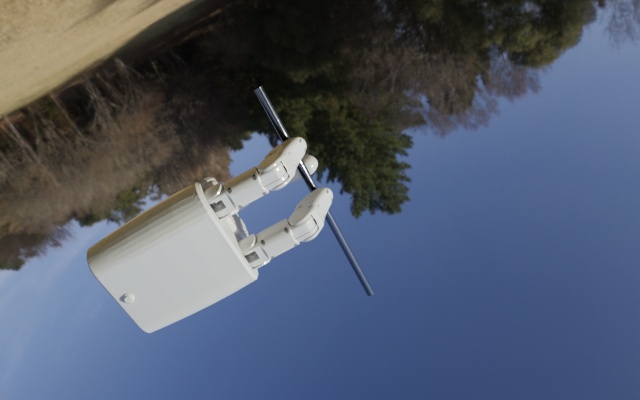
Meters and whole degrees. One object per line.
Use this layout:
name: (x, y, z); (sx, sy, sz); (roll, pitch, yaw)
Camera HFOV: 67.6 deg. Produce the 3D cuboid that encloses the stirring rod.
stirring rod: (0.000, 0.001, 0.448); (0.011, 0.240, 0.011); (-23, 26, 12)
